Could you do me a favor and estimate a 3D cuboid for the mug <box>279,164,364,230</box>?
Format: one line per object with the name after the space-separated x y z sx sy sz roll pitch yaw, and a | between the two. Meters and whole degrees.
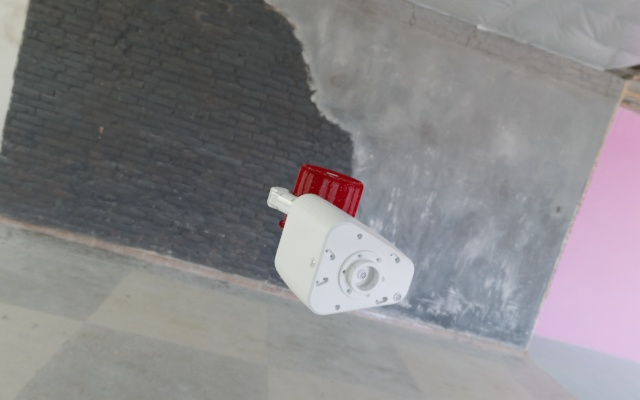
0.000 0.001 0.602 0.093 0.081 0.117 14 9 -23 | mug
